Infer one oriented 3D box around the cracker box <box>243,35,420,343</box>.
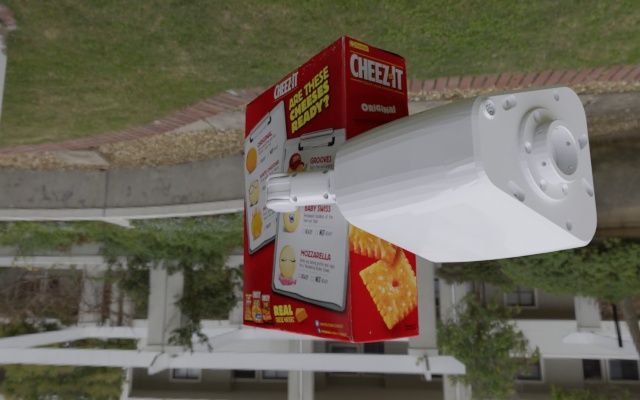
[{"bbox_3d":[0.000,0.001,0.403,0.072,0.213,0.164,6,-12,-34],"label":"cracker box"}]
